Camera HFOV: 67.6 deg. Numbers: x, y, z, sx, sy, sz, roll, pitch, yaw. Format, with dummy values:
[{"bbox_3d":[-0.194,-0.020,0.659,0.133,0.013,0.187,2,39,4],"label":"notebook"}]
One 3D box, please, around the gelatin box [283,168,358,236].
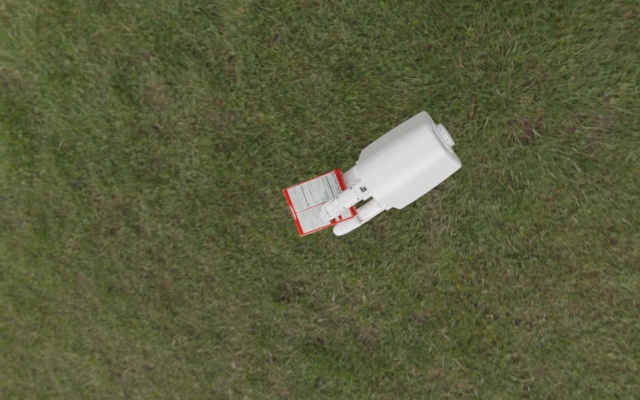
[{"bbox_3d":[0.000,0.002,0.690,0.089,0.073,0.030,-21,3,17],"label":"gelatin box"}]
